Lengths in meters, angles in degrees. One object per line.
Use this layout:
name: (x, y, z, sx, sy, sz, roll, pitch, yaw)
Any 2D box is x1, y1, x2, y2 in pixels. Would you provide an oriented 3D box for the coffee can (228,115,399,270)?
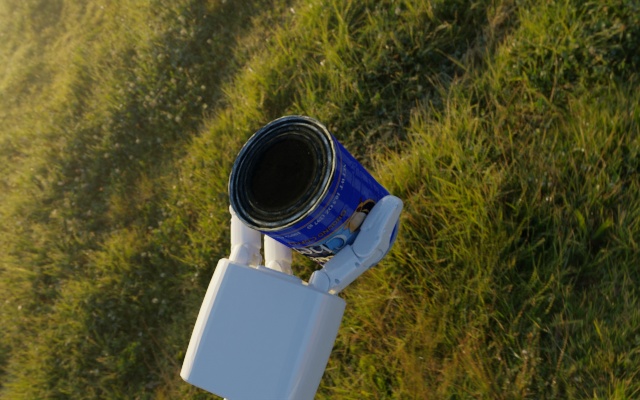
coffee can: (0.000, 0.001, 0.437, 0.103, 0.102, 0.140, 0, -21, 31)
